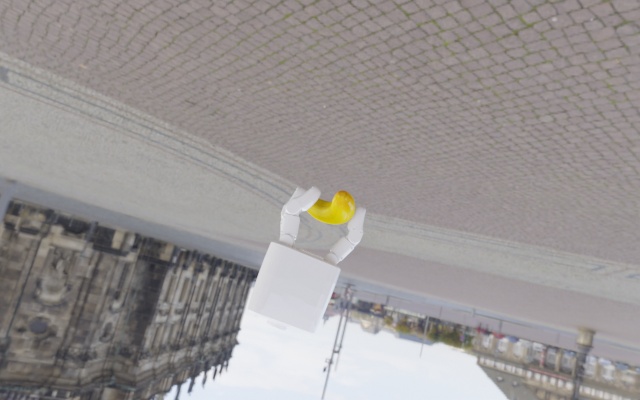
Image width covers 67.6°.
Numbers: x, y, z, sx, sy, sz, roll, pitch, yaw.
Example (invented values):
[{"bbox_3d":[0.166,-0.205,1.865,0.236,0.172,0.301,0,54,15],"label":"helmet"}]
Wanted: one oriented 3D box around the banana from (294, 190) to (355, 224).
[{"bbox_3d":[0.014,0.012,0.751,0.070,0.037,0.198,32,-12,-20],"label":"banana"}]
